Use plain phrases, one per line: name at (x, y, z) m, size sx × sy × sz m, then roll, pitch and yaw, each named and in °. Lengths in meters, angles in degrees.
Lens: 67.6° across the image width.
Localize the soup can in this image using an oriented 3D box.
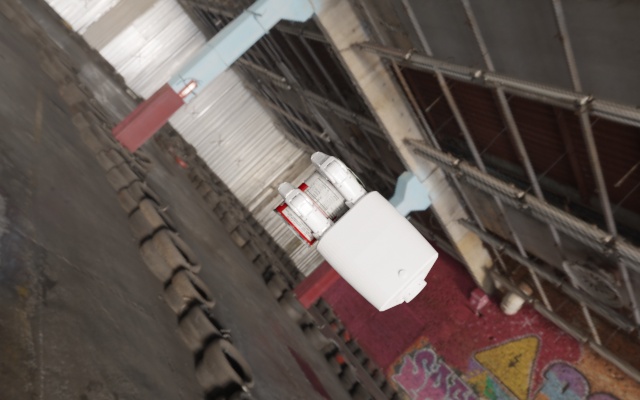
soup can at (0.000, 0.001, 0.600) m, size 0.102 × 0.068 × 0.068 m, roll -43°, pitch 4°, yaw -4°
